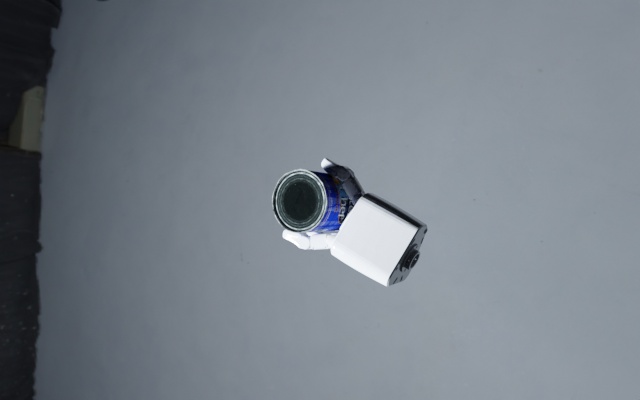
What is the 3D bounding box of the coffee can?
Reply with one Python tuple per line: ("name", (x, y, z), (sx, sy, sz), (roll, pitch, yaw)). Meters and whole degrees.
("coffee can", (0.000, 0.003, 0.809), (0.103, 0.103, 0.140), (0, -1, 30))
